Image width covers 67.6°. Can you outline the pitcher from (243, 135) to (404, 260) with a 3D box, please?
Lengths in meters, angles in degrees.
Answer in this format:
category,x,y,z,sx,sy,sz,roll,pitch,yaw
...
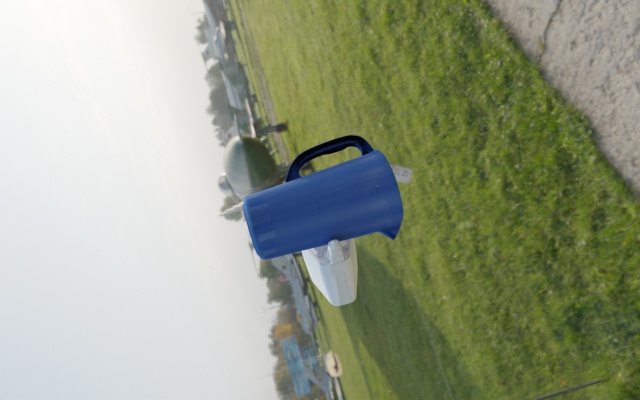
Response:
category,x,y,z,sx,sy,sz,roll,pitch,yaw
pitcher,0.000,0.003,0.780,0.243,0.145,0.149,-16,35,-5
